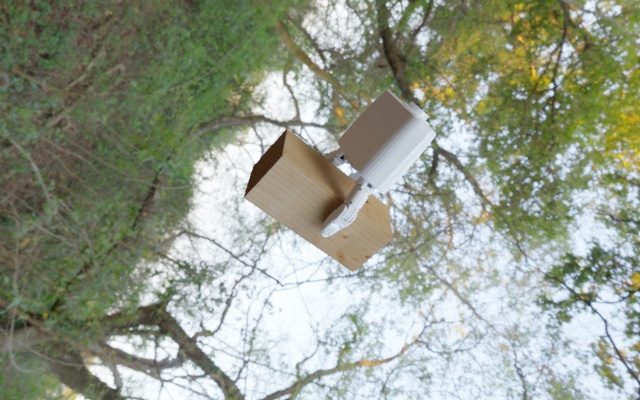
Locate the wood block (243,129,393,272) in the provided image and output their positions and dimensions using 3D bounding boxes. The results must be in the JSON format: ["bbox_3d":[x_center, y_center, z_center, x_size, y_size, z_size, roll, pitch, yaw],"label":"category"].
[{"bbox_3d":[0.000,0.002,0.709,0.206,0.090,0.090,36,28,-20],"label":"wood block"}]
